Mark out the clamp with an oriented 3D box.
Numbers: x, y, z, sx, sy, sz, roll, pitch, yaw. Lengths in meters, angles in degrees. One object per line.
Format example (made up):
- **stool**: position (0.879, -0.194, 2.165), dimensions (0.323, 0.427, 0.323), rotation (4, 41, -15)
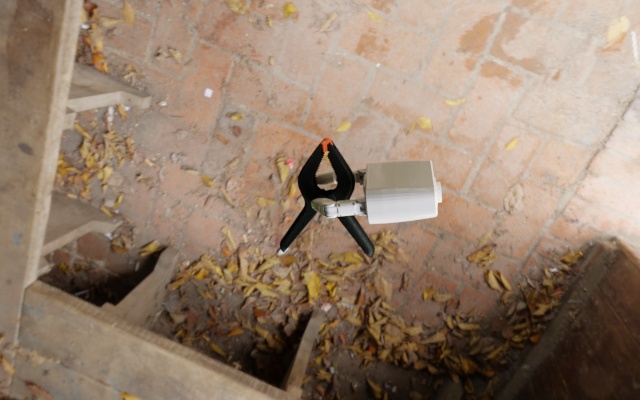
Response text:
- **clamp**: position (0.000, 0.002, 0.798), dimensions (0.164, 0.210, 0.036), rotation (-5, 18, 10)
